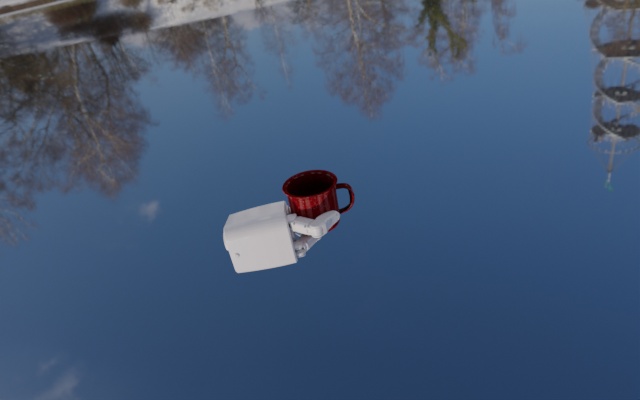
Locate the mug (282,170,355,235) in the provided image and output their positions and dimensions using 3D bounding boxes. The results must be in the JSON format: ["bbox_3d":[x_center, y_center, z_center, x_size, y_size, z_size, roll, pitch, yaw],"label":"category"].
[{"bbox_3d":[0.002,0.003,0.812,0.117,0.081,0.093,-11,31,-1],"label":"mug"}]
